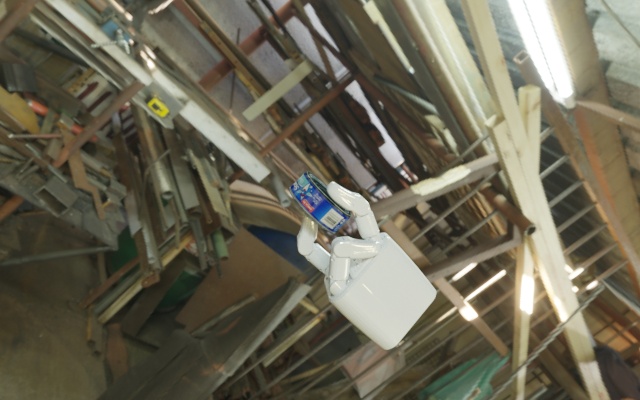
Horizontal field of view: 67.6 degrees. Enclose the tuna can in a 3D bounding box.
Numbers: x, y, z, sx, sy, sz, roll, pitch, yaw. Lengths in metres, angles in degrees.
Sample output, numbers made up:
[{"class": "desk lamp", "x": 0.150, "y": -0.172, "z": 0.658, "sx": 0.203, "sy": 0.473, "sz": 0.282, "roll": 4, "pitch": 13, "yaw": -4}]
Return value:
[{"class": "tuna can", "x": 0.000, "y": 0.002, "z": 0.631, "sx": 0.034, "sy": 0.086, "sz": 0.086, "roll": -45, "pitch": -8, "yaw": 8}]
